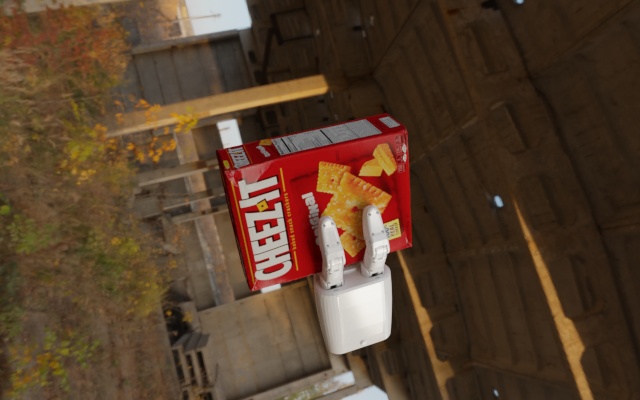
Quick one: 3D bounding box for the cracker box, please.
[{"bbox_3d":[0.000,0.002,0.572,0.213,0.164,0.072,-14,29,-13],"label":"cracker box"}]
